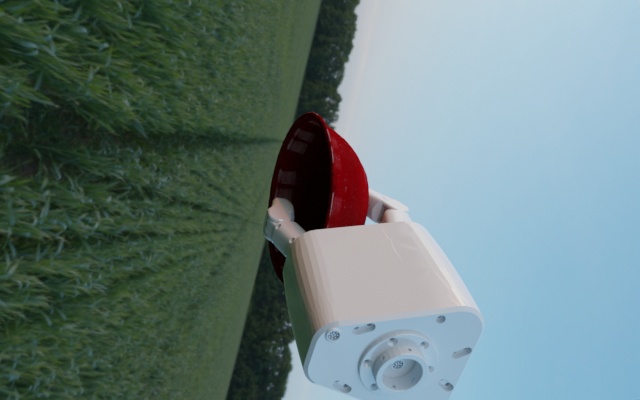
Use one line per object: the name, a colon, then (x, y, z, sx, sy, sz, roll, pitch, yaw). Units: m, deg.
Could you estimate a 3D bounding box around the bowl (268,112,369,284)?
bowl: (0.000, 0.001, 0.453, 0.055, 0.162, 0.162, 7, -3, -24)
